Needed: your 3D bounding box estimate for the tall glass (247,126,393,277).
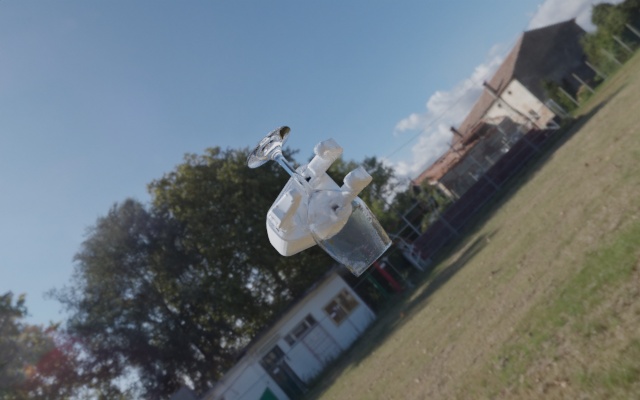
[{"bbox_3d":[0.000,0.001,0.601,0.079,0.201,0.079,-42,-10,-9],"label":"tall glass"}]
